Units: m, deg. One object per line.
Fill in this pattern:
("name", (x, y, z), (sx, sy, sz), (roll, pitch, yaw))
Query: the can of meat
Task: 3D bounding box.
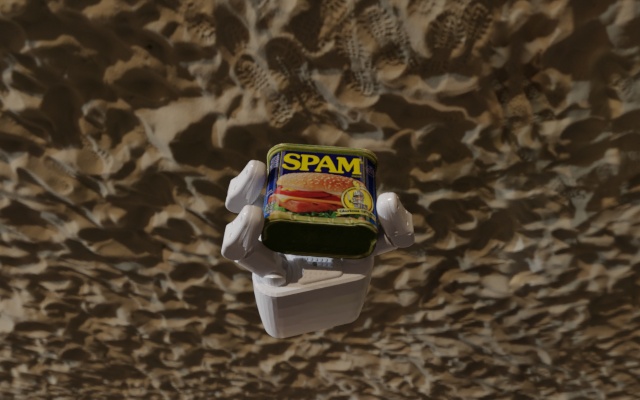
("can of meat", (0.000, 0.002, 0.418), (0.102, 0.083, 0.057), (4, -39, -1))
